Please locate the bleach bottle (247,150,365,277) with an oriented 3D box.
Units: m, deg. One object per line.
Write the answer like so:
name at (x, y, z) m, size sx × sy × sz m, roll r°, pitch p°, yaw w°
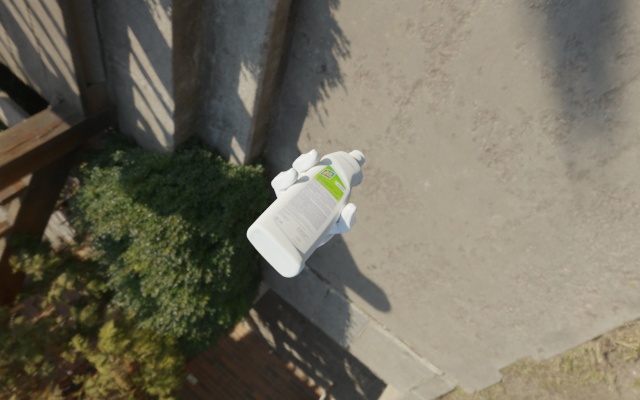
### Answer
bleach bottle at (0.000, 0.002, 0.768) m, size 0.250 × 0.102 × 0.068 m, roll -45°, pitch 4°, yaw -35°
